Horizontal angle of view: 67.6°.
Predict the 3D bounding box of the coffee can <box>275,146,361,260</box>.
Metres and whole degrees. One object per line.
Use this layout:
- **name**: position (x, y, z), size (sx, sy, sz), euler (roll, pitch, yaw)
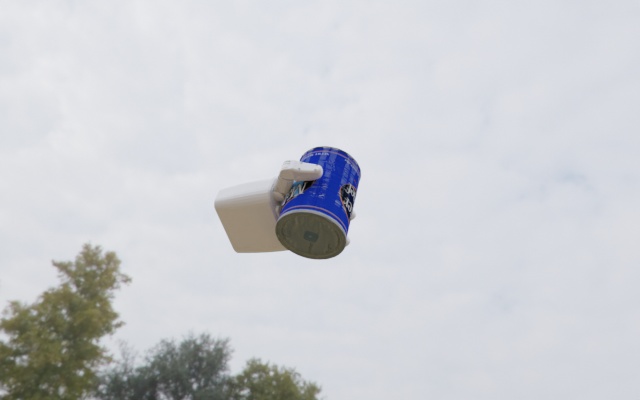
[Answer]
- **coffee can**: position (0.000, 0.002, 0.714), size (0.103, 0.140, 0.103), euler (9, -43, 8)
